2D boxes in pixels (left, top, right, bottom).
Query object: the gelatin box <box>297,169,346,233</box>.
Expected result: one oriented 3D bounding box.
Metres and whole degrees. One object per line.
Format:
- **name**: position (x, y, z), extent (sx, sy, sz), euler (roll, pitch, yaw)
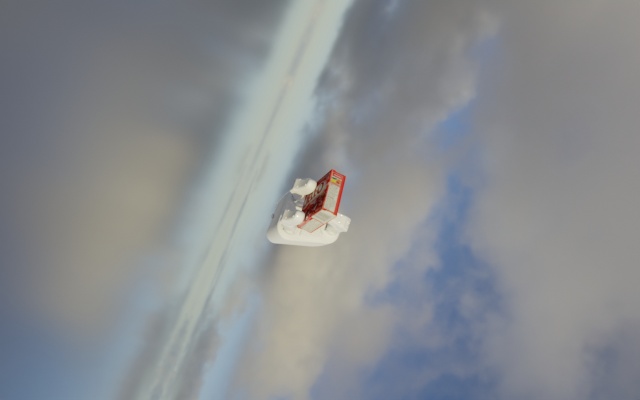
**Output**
- **gelatin box**: position (0.001, 0.003, 0.746), extent (0.030, 0.073, 0.089), euler (26, -31, -18)
